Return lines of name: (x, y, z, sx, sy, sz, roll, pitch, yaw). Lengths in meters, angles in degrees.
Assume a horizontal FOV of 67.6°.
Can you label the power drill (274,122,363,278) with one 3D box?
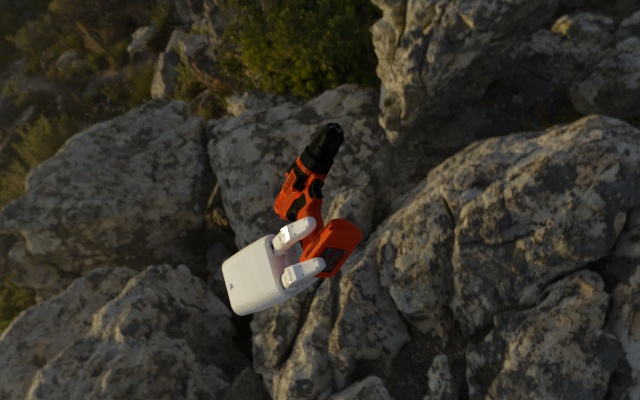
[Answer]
power drill: (0.000, 0.003, 0.696, 0.057, 0.184, 0.187, 12, 38, -27)
